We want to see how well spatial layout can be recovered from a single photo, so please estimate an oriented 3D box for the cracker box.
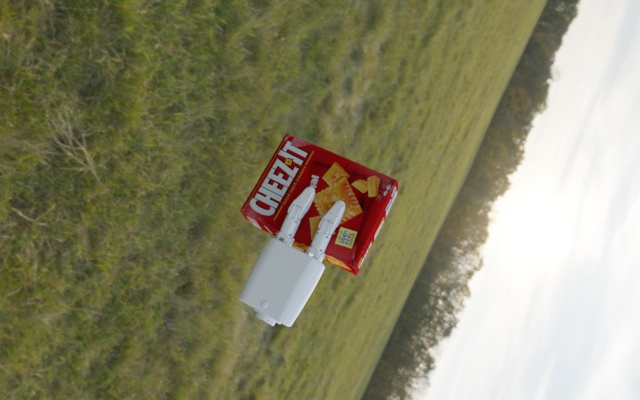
[{"bbox_3d":[0.000,0.003,0.799,0.213,0.164,0.072,25,-16,14],"label":"cracker box"}]
